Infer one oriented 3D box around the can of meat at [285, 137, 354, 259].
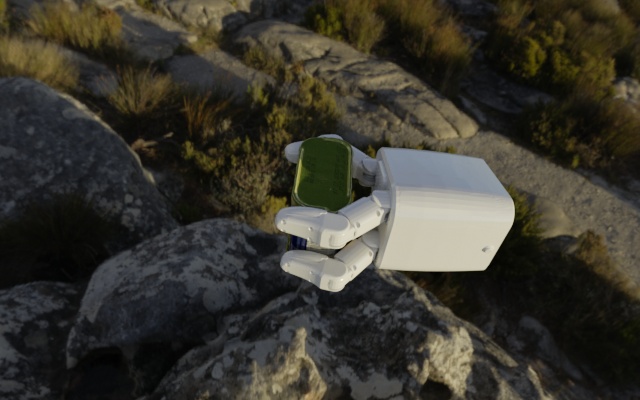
[{"bbox_3d":[0.000,0.001,0.455,0.057,0.102,0.084,6,-43,-1],"label":"can of meat"}]
